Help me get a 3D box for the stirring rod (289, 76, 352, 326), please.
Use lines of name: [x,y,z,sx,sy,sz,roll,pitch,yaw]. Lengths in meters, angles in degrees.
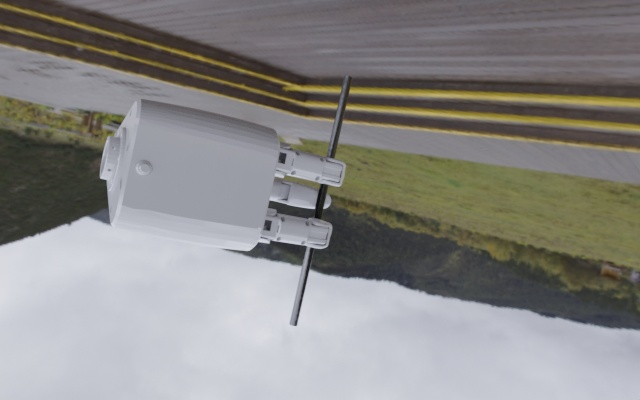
stirring rod: [0.000,0.001,0.452,0.011,0.239,0.011,13,2,0]
